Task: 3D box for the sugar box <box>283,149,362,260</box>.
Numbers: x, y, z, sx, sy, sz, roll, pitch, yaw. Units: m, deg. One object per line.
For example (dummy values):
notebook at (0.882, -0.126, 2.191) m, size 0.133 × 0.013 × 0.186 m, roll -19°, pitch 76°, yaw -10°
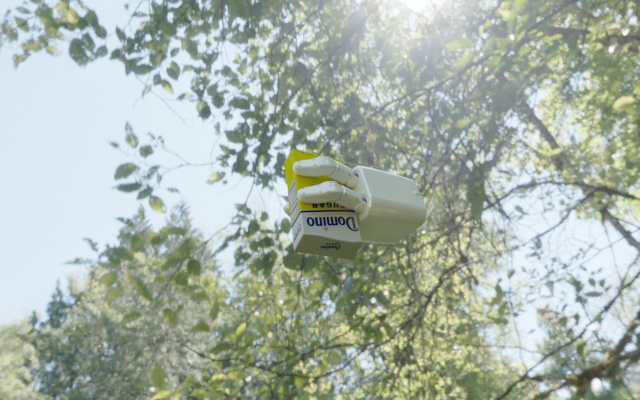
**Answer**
sugar box at (0.000, 0.002, 0.717) m, size 0.093 × 0.176 × 0.048 m, roll 10°, pitch -49°, yaw -22°
